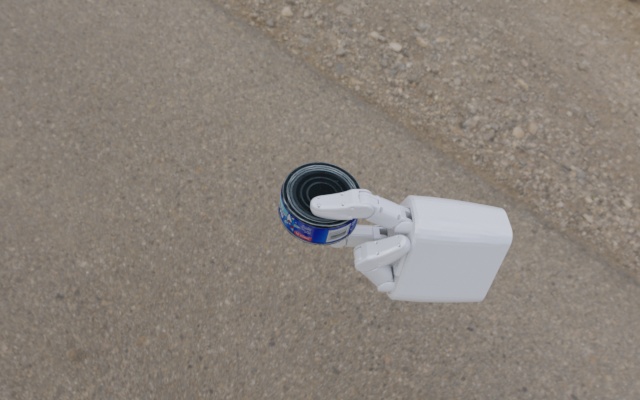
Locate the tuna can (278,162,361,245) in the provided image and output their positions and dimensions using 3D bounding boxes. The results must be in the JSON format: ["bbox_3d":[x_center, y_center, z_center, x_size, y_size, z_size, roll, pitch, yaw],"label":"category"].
[{"bbox_3d":[0.000,0.001,0.495,0.086,0.086,0.034,0,-36,-10],"label":"tuna can"}]
